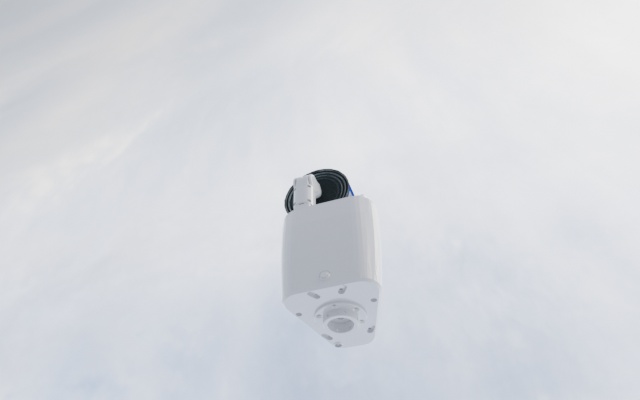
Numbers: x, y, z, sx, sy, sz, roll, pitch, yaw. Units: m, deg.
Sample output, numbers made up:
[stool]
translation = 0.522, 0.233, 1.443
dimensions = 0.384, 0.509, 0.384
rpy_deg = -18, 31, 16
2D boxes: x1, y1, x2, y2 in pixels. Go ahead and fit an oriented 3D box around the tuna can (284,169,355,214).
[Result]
[tuna can]
translation = 0.000, 0.002, 0.598
dimensions = 0.086, 0.086, 0.034
rpy_deg = 0, -41, 28
